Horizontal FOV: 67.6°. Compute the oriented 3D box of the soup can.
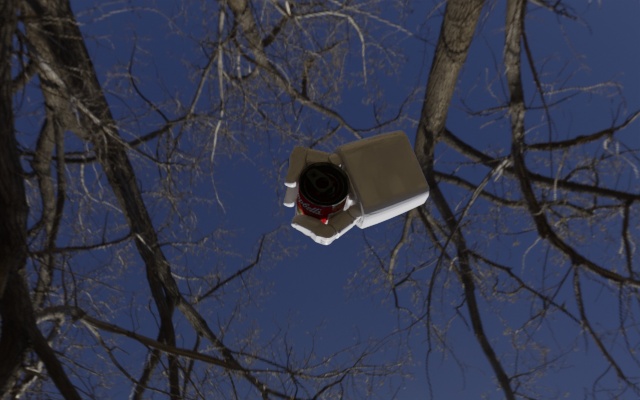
[{"bbox_3d":[0.000,0.003,0.665,0.068,0.068,0.102,0,-29,-7],"label":"soup can"}]
